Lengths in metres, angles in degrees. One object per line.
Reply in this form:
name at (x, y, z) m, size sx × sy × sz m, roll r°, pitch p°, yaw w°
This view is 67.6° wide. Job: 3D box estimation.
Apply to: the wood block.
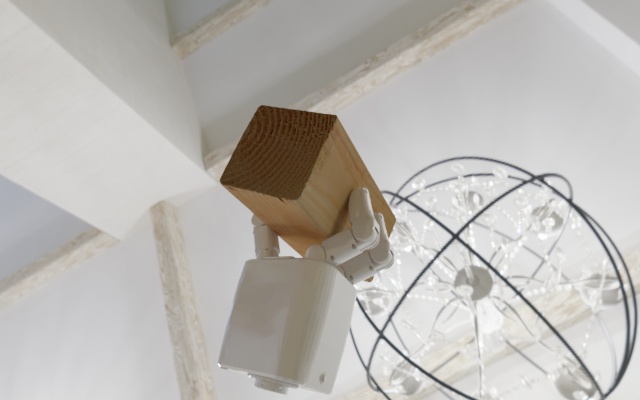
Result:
wood block at (0.000, 0.002, 0.502) m, size 0.091 × 0.090 × 0.206 m, roll 13°, pitch -21°, yaw 30°
